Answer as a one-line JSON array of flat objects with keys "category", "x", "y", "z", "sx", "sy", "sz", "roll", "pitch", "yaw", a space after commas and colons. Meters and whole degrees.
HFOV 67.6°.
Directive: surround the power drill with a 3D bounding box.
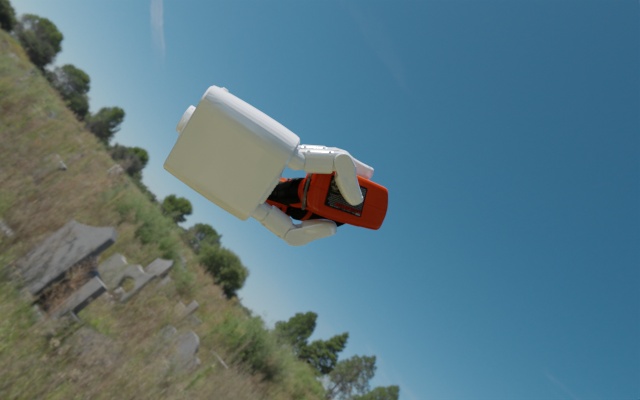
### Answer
[{"category": "power drill", "x": 0.000, "y": 0.002, "z": 0.615, "sx": 0.184, "sy": 0.057, "sz": 0.187, "roll": 16, "pitch": -9, "yaw": -30}]
